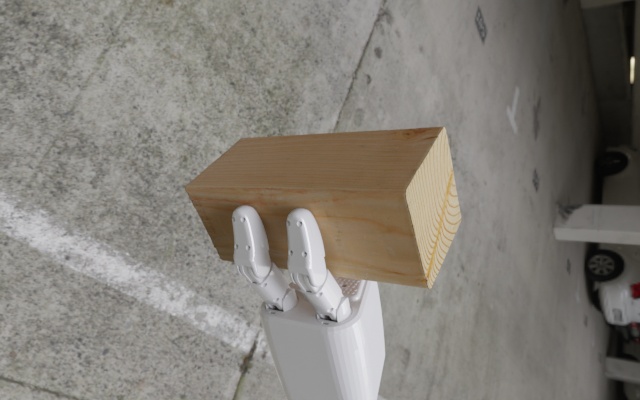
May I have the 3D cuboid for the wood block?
[{"bbox_3d":[0.000,0.001,0.407,0.206,0.090,0.090,2,36,33],"label":"wood block"}]
